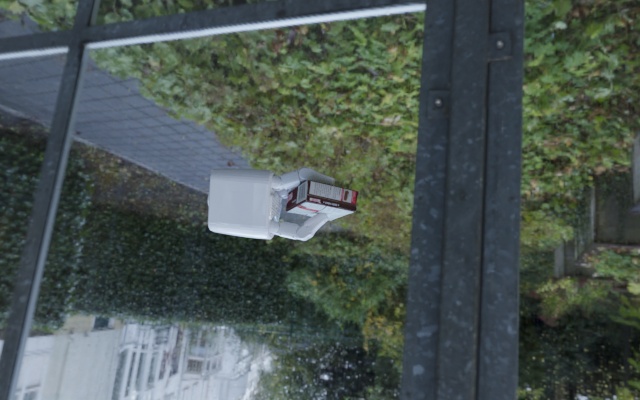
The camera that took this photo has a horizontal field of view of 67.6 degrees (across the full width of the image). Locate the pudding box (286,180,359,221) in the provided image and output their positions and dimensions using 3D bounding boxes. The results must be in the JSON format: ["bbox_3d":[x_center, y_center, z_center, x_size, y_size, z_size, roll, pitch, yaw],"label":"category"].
[{"bbox_3d":[0.000,0.003,0.801,0.090,0.039,0.113,11,-12,-18],"label":"pudding box"}]
